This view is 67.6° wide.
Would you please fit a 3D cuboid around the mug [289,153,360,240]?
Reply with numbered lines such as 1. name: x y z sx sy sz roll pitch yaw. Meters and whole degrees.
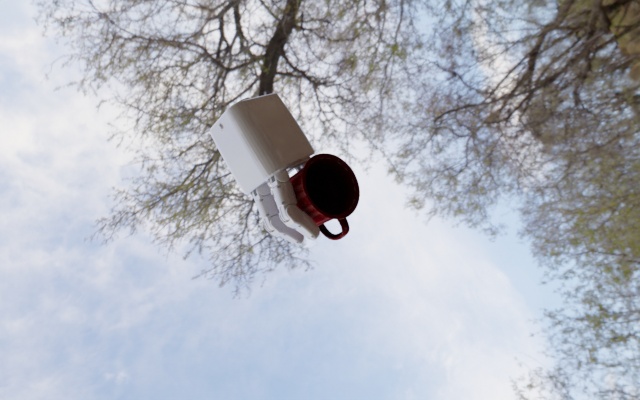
1. mug: 0.001 0.003 0.666 0.093 0.117 0.081 -31 2 -38
